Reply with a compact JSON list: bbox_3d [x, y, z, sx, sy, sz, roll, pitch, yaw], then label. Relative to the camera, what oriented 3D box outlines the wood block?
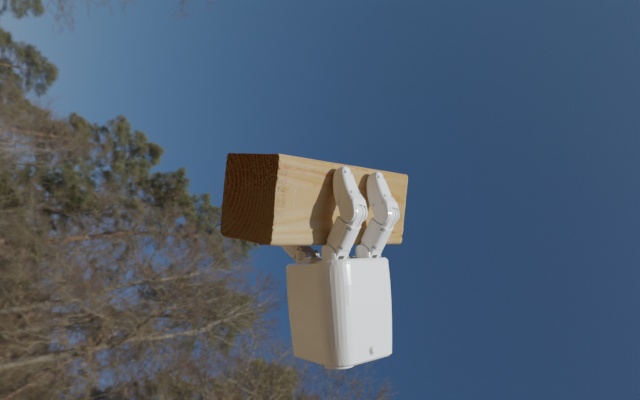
[{"bbox_3d":[0.000,0.002,0.548,0.206,0.090,0.091,5,0,-45],"label":"wood block"}]
